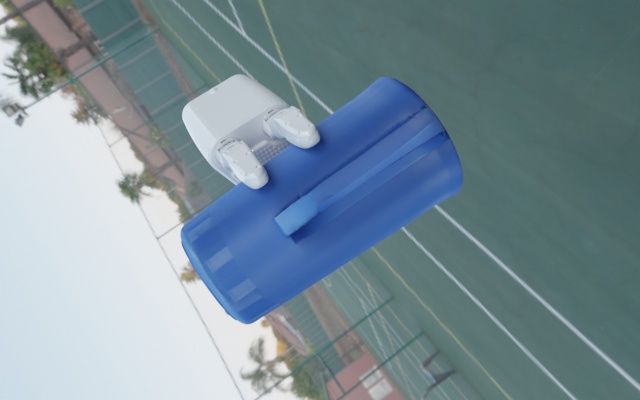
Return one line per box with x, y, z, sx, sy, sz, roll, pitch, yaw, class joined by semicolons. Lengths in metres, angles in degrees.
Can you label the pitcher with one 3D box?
0.000;0.001;0.435;0.243;0.149;0.145;-35;45;-9;pitcher
